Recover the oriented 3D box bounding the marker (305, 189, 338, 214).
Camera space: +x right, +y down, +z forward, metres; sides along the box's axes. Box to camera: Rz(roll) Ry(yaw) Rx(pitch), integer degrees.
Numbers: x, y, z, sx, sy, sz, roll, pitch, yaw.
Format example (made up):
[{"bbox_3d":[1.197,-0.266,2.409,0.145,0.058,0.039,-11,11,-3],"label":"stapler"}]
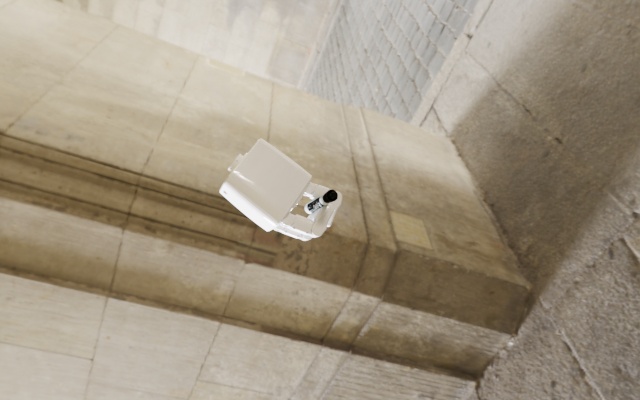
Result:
[{"bbox_3d":[0.000,0.003,0.768,0.020,0.020,0.121,0,-11,-19],"label":"marker"}]
